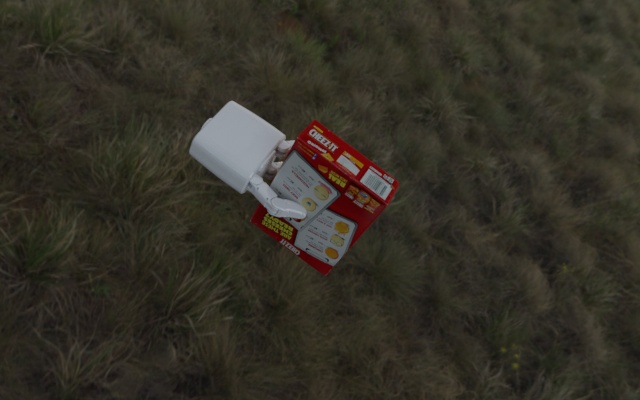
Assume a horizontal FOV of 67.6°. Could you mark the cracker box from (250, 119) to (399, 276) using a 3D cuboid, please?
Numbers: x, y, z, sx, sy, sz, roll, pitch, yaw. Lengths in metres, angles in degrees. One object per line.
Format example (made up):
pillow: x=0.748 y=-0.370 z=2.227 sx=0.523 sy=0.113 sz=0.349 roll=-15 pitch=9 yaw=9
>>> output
cracker box: x=0.000 y=0.003 z=0.766 sx=0.072 sy=0.164 sz=0.214 roll=-53 pitch=-2 yaw=-46
